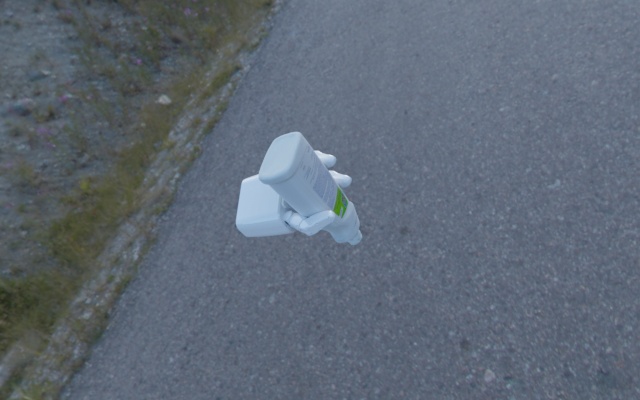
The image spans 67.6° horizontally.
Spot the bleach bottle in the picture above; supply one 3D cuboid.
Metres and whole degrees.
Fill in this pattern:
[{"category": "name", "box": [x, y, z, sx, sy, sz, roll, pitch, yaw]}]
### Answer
[{"category": "bleach bottle", "box": [0.000, 0.003, 0.818, 0.068, 0.102, 0.251, -11, -44, 32]}]
